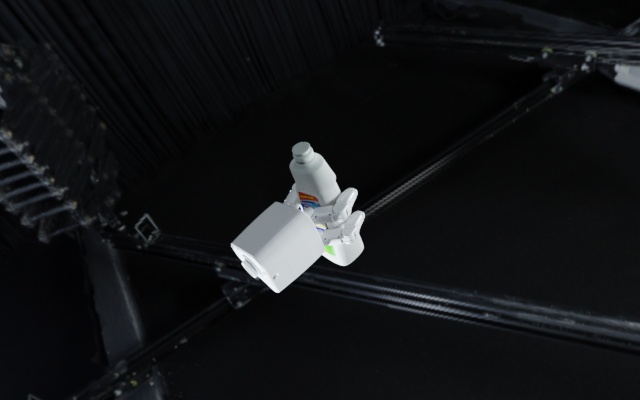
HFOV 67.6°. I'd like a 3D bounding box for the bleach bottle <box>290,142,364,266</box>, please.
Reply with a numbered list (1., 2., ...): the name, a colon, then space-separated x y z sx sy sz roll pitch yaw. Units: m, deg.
1. bleach bottle: 0.000 0.003 0.803 0.068 0.251 0.102 -42 47 -19
